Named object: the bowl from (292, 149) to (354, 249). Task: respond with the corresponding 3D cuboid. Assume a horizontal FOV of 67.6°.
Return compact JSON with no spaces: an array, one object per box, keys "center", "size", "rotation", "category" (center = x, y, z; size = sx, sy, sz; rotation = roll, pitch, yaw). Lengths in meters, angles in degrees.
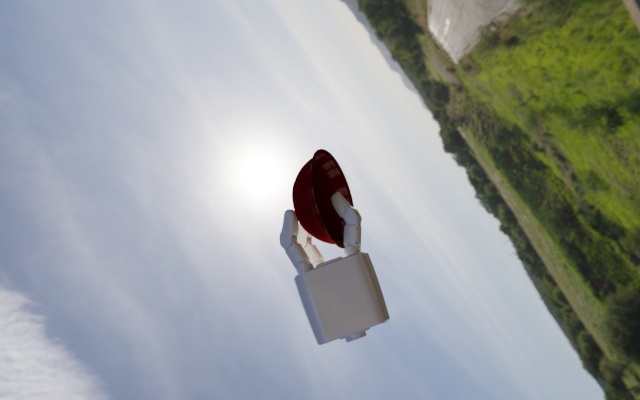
[{"center":[0.000,0.001,0.758],"size":[0.055,0.162,0.162],"rotation":[-15,-6,22],"category":"bowl"}]
